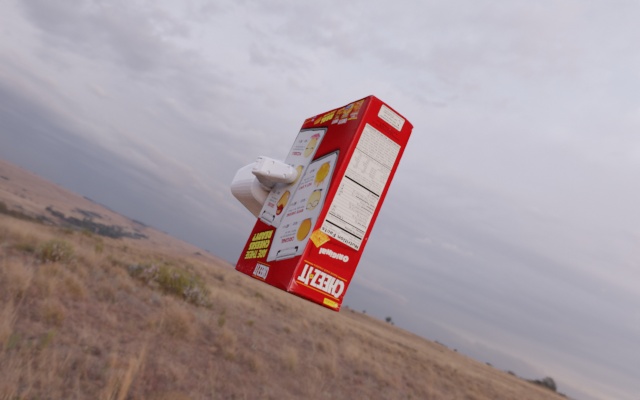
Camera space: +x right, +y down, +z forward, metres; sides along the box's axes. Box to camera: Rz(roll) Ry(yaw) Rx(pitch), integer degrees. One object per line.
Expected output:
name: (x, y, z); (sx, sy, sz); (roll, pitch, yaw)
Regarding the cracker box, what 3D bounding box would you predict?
cracker box: (0.000, 0.002, 0.539); (0.072, 0.213, 0.164); (29, -13, -24)
